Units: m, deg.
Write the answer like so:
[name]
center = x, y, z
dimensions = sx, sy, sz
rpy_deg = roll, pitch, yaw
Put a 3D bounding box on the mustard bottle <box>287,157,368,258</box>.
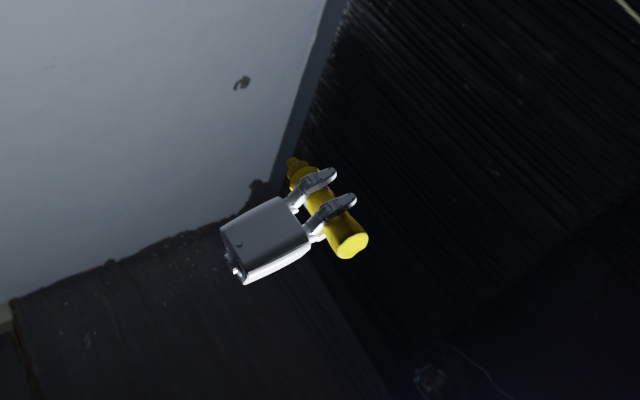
[mustard bottle]
center = 0.001, 0.003, 0.781
dimensions = 0.058, 0.191, 0.096
rpy_deg = -38, -23, 2
